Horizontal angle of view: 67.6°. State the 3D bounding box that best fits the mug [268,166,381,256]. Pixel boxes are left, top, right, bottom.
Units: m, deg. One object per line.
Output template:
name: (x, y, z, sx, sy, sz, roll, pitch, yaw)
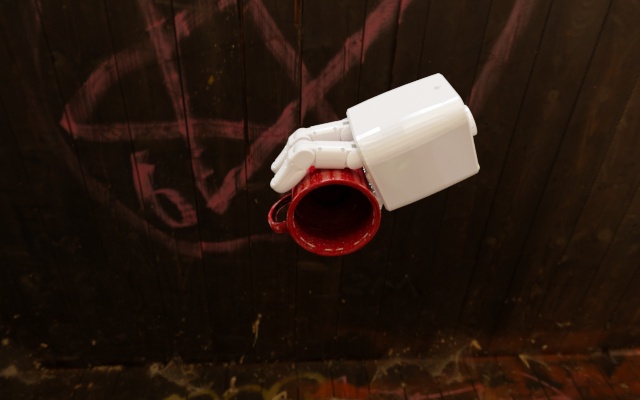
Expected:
mug: (-0.001, 0.002, 0.506, 0.117, 0.093, 0.081, -21, 32, 10)
